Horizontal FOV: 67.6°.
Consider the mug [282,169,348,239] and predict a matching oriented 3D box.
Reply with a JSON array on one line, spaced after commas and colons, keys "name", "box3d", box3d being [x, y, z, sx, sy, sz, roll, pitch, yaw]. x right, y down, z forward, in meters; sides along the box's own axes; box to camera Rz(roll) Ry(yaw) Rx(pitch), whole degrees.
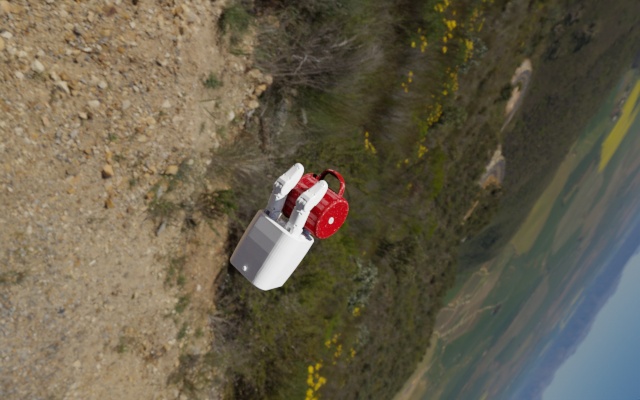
[{"name": "mug", "box3d": [0.001, 0.002, 0.825, 0.081, 0.117, 0.093, 37, 7, 31]}]
